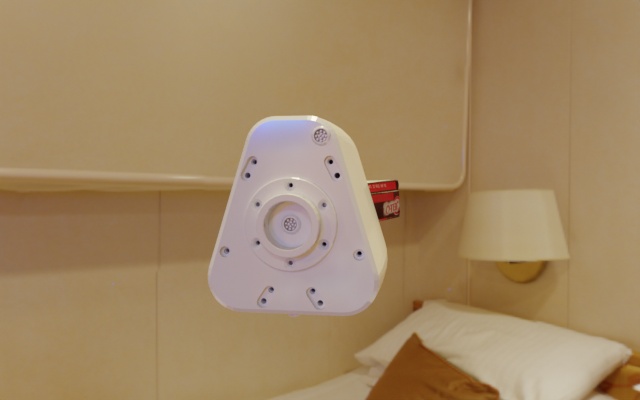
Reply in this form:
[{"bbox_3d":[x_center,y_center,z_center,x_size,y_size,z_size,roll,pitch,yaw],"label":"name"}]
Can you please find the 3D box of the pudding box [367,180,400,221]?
[{"bbox_3d":[0.000,0.001,0.416,0.113,0.039,0.090,3,5,35],"label":"pudding box"}]
